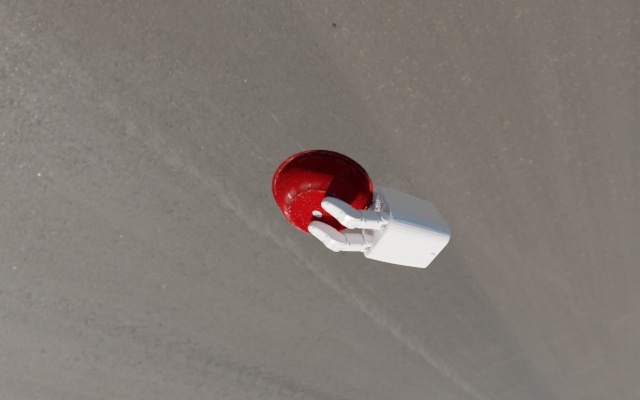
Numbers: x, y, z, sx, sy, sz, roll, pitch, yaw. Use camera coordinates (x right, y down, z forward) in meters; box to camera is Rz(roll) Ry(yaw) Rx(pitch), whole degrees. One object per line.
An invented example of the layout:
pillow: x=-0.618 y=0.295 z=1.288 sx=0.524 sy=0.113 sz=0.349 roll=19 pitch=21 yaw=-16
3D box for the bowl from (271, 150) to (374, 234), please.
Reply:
bowl: x=-0.001 y=0.002 z=0.735 sx=0.162 sy=0.162 sz=0.055 roll=0 pitch=41 yaw=8
